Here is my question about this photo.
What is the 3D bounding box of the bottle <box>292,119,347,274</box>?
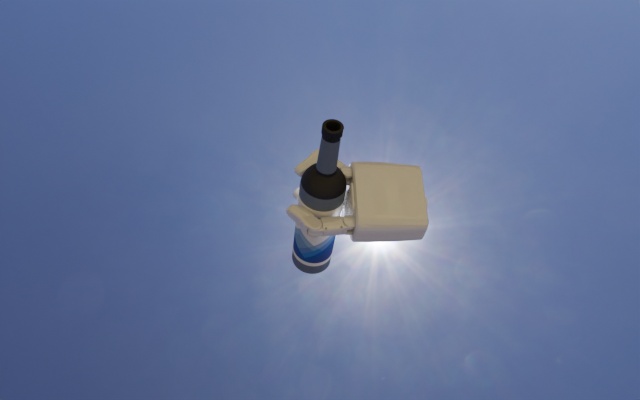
[{"bbox_3d":[0.000,0.002,0.704,0.069,0.069,0.296,0,-40,-8],"label":"bottle"}]
